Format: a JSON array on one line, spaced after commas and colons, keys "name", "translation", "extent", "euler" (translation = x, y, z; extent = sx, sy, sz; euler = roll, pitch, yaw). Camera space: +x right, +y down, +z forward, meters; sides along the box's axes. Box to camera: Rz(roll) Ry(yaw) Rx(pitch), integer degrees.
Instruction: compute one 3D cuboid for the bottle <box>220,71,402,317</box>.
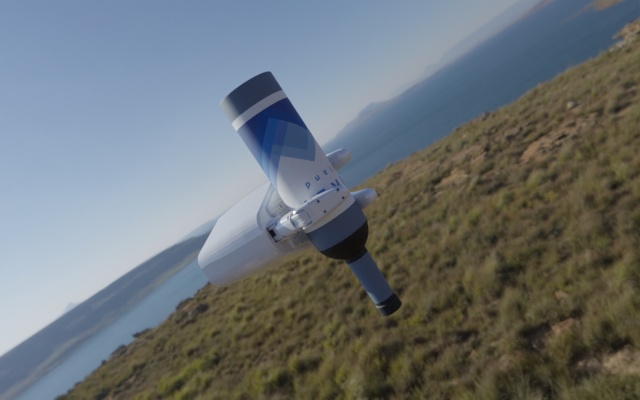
[{"name": "bottle", "translation": [0.000, 0.001, 0.528], "extent": [0.069, 0.296, 0.069], "euler": [-33, 6, 4]}]
